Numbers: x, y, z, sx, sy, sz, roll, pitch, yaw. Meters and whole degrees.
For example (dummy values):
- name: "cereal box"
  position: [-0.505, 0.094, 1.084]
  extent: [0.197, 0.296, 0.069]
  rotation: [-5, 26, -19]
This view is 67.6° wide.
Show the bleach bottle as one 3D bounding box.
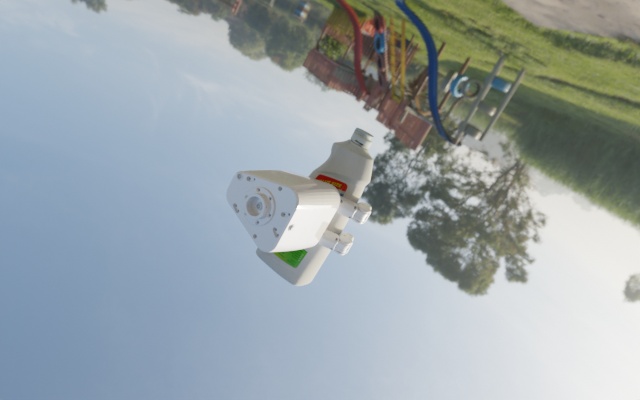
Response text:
- name: "bleach bottle"
  position: [0.000, 0.002, 0.725]
  extent: [0.102, 0.251, 0.068]
  rotation: [36, 17, 24]
